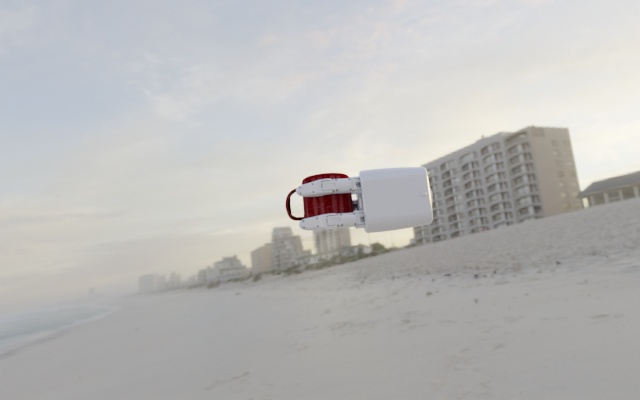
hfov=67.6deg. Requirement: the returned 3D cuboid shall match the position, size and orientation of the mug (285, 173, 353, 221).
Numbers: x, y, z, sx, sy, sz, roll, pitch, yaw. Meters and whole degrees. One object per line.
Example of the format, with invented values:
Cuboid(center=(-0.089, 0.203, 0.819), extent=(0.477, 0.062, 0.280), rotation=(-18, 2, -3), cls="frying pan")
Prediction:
Cuboid(center=(-0.001, 0.003, 0.793), extent=(0.117, 0.081, 0.093), rotation=(-5, -9, -1), cls="mug")
